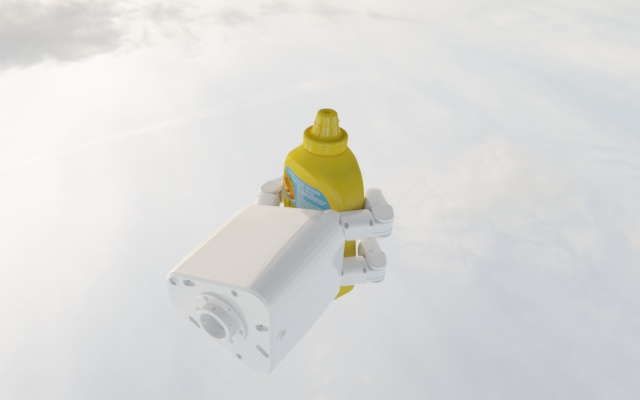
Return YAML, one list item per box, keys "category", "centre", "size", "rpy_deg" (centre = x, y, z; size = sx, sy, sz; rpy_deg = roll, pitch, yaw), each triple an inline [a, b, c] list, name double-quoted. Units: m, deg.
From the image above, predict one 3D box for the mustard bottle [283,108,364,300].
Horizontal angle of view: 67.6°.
- category: "mustard bottle"
  centre: [0.000, 0.002, 0.469]
  size: [0.058, 0.192, 0.096]
  rpy_deg: [-20, 42, -30]
